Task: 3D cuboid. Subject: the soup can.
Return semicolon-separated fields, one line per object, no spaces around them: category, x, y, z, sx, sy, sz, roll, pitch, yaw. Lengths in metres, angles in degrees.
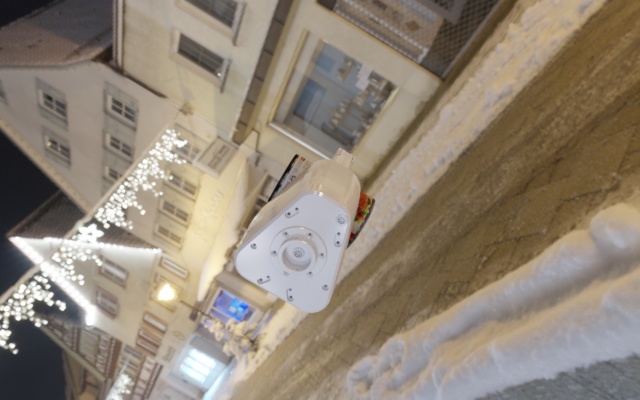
soup can;0.000;0.001;0.533;0.102;0.068;0.068;31;-2;-3
